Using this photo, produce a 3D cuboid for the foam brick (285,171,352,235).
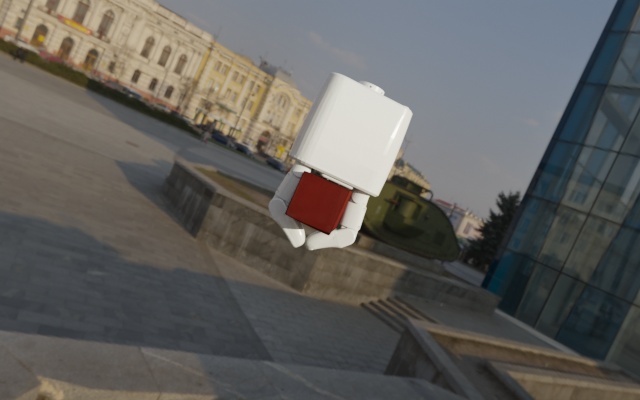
[{"bbox_3d":[0.000,0.002,0.521,0.053,0.051,0.078,25,3,5],"label":"foam brick"}]
